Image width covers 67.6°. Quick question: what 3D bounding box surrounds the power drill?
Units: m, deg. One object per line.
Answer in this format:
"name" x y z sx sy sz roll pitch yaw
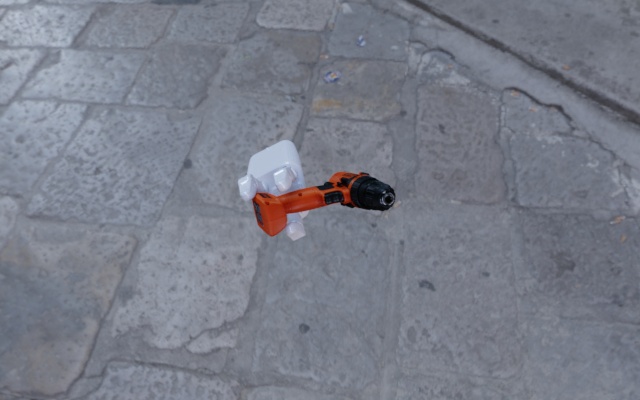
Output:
"power drill" 0.000 0.002 0.721 0.187 0.057 0.184 -13 11 -18
